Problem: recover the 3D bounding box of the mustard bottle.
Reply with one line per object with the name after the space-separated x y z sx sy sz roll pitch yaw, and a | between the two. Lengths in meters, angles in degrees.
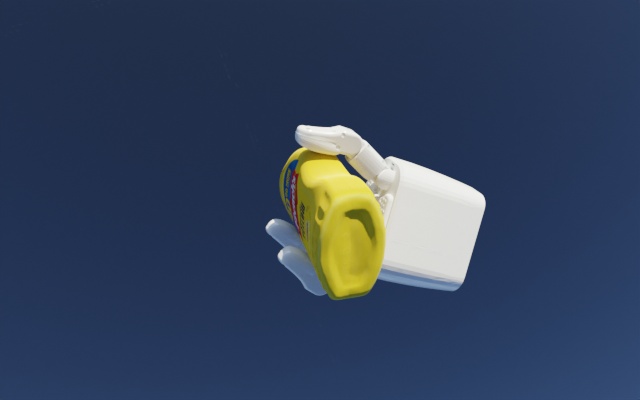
0.000 0.002 0.447 0.058 0.096 0.191 -8 25 -13 | mustard bottle
